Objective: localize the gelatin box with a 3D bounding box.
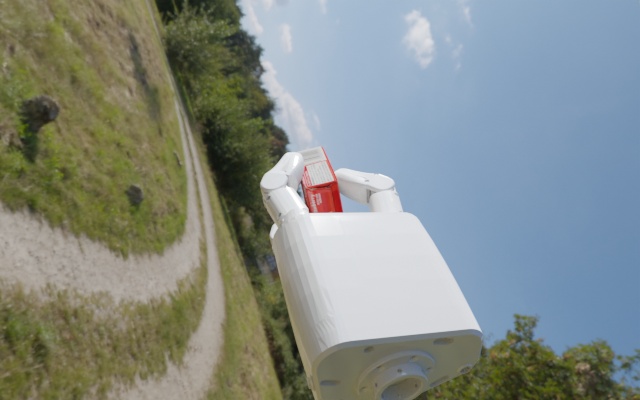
[{"bbox_3d":[0.000,0.001,0.430,0.030,0.073,0.089,-12,27,-3],"label":"gelatin box"}]
